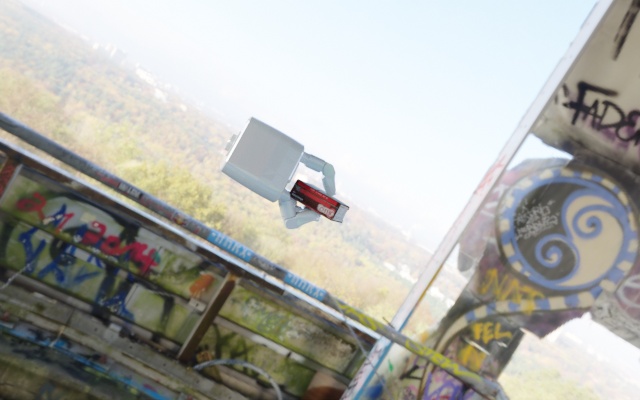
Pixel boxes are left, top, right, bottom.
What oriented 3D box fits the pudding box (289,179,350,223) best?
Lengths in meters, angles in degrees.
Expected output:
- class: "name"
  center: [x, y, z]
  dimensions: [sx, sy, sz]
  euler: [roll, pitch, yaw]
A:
- class: "pudding box"
  center: [0.000, 0.003, 0.852]
  dimensions: [0.090, 0.039, 0.113]
  euler: [31, 4, 12]
